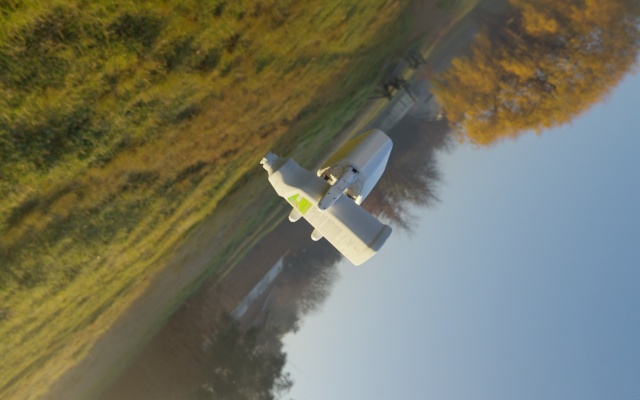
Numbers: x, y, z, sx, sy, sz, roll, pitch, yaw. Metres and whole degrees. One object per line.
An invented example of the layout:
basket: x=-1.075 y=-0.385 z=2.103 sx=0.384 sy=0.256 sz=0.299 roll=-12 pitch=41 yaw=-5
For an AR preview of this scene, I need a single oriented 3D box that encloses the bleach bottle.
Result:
bleach bottle: x=0.000 y=0.003 z=0.835 sx=0.068 sy=0.251 sz=0.103 roll=-48 pitch=0 yaw=-33
